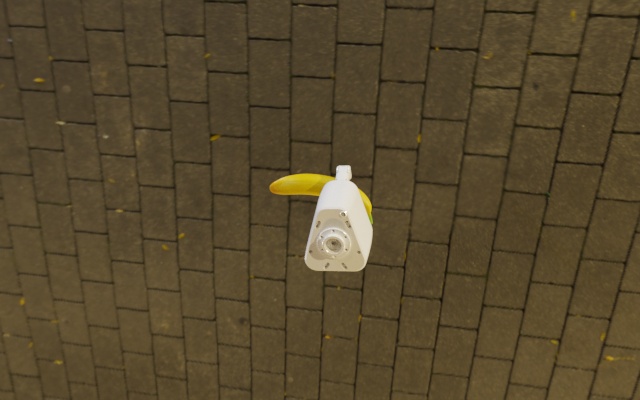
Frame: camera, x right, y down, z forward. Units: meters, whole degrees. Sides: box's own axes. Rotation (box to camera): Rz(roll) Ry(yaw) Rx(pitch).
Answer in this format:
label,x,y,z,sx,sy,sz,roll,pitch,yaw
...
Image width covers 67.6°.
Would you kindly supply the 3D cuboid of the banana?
label,x,y,z,sx,sy,sz,roll,pitch,yaw
banana,0.009,-0.012,0.844,0.198,0.070,0.037,20,26,-1
